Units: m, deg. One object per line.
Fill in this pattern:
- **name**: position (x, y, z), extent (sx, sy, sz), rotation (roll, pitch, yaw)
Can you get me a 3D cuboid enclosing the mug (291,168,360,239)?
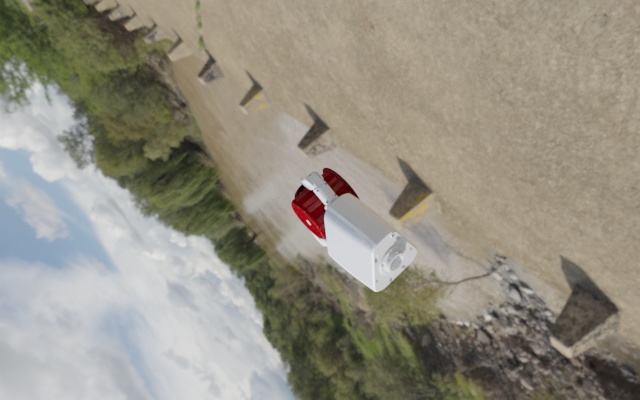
- **mug**: position (-0.001, 0.002, 0.780), extent (0.117, 0.081, 0.093), rotation (37, -17, 42)
